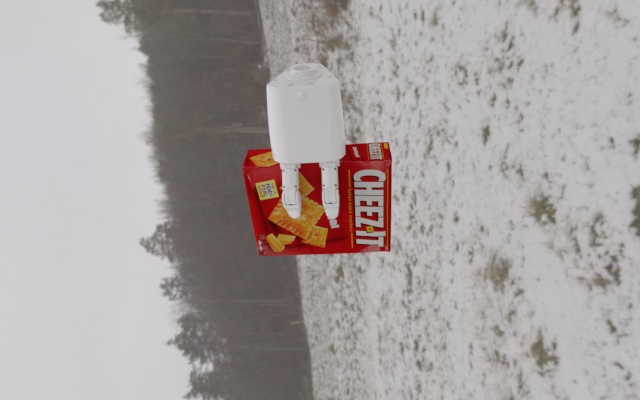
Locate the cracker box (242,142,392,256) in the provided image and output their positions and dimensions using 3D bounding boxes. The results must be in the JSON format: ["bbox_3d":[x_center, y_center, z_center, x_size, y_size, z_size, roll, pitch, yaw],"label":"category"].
[{"bbox_3d":[0.000,0.002,0.730,0.214,0.164,0.072,-2,32,4],"label":"cracker box"}]
